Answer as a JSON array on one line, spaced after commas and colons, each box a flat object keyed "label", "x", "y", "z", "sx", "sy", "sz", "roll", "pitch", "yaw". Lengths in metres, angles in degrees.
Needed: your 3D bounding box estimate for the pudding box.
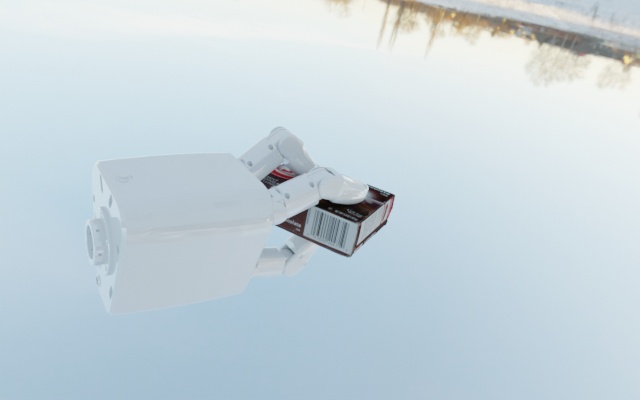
[{"label": "pudding box", "x": 0.000, "y": 0.002, "z": 0.441, "sx": 0.113, "sy": 0.039, "sz": 0.090, "roll": 24, "pitch": 27, "yaw": 20}]
